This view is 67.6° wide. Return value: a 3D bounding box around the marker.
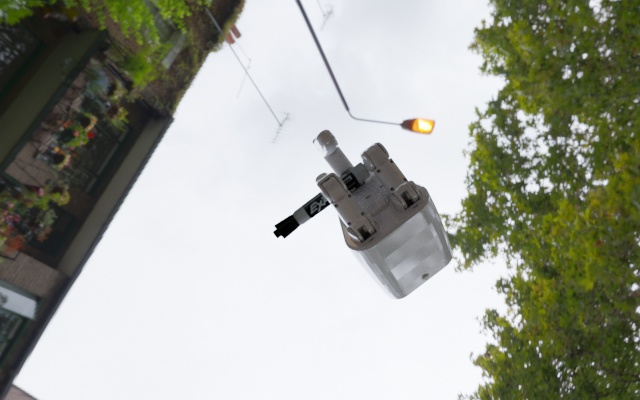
[{"bbox_3d":[0.000,0.002,0.512,0.121,0.020,0.020,-36,1,-1],"label":"marker"}]
